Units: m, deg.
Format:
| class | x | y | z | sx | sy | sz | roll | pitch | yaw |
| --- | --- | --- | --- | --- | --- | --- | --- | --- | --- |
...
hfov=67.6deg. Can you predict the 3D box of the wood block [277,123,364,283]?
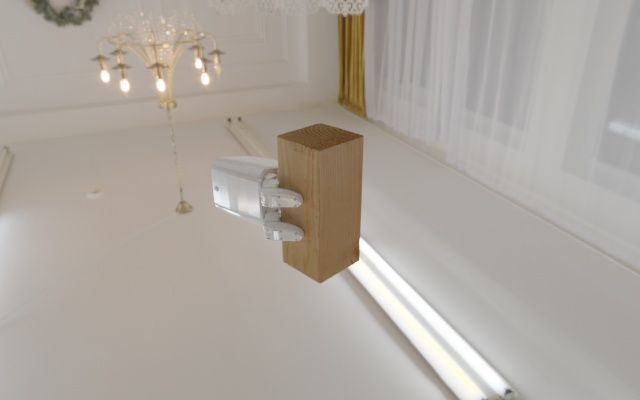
| class | x | y | z | sx | sy | sz | roll | pitch | yaw |
| --- | --- | --- | --- | --- | --- | --- | --- | --- | --- |
| wood block | 0.000 | 0.002 | 0.707 | 0.090 | 0.206 | 0.091 | 24 | 35 | 39 |
